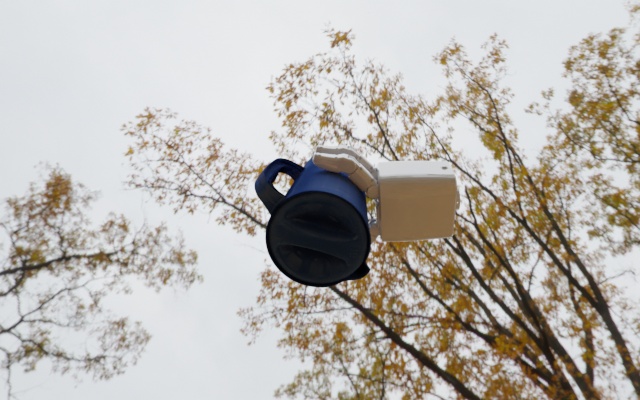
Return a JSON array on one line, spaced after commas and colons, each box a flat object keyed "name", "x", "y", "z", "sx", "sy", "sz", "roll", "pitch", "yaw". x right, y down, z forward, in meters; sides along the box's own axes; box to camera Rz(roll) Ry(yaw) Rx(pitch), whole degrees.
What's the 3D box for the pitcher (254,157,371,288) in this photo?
[{"name": "pitcher", "x": 0.000, "y": 0.002, "z": 0.696, "sx": 0.145, "sy": 0.149, "sz": 0.242, "roll": -3, "pitch": 21, "yaw": 7}]
